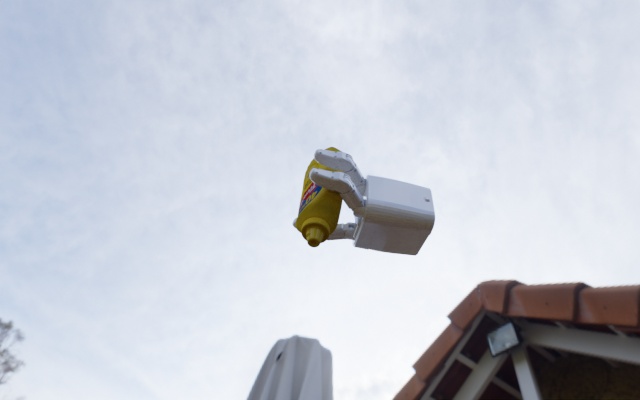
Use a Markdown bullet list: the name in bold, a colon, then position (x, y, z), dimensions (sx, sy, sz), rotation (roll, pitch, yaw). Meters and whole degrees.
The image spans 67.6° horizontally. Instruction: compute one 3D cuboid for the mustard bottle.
- **mustard bottle**: position (0.000, 0.002, 0.735), dimensions (0.058, 0.096, 0.191), rotation (30, 34, -16)
